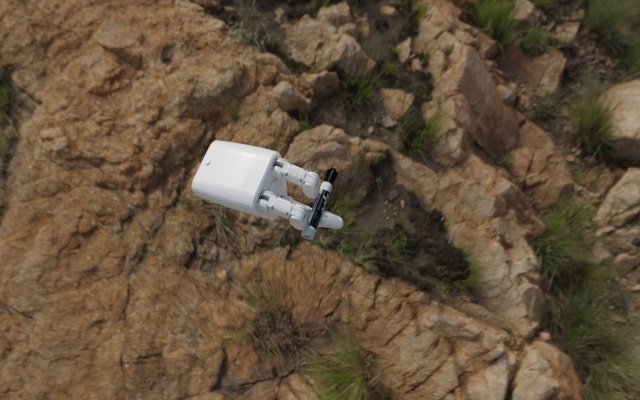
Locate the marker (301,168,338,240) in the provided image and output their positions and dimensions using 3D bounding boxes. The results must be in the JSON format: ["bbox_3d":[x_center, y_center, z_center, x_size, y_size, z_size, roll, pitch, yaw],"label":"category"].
[{"bbox_3d":[0.000,0.002,0.736,0.020,0.121,0.020,18,-21,7],"label":"marker"}]
